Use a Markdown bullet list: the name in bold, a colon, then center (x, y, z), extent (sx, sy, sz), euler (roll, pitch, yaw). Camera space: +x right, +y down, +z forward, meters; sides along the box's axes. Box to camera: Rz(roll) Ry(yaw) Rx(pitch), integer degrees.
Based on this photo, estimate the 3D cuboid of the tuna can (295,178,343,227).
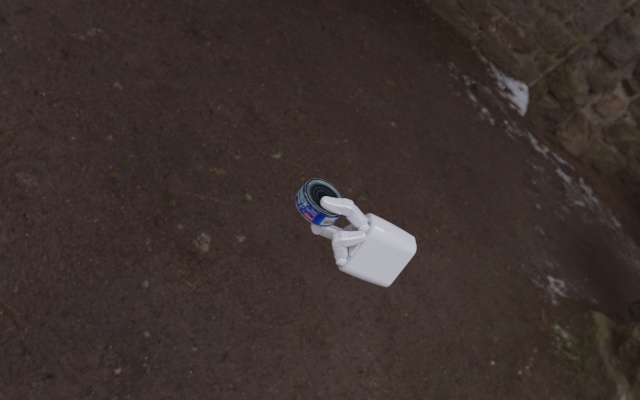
- **tuna can**: center (0.000, 0.002, 0.844), extent (0.086, 0.086, 0.034), euler (0, -37, -39)
